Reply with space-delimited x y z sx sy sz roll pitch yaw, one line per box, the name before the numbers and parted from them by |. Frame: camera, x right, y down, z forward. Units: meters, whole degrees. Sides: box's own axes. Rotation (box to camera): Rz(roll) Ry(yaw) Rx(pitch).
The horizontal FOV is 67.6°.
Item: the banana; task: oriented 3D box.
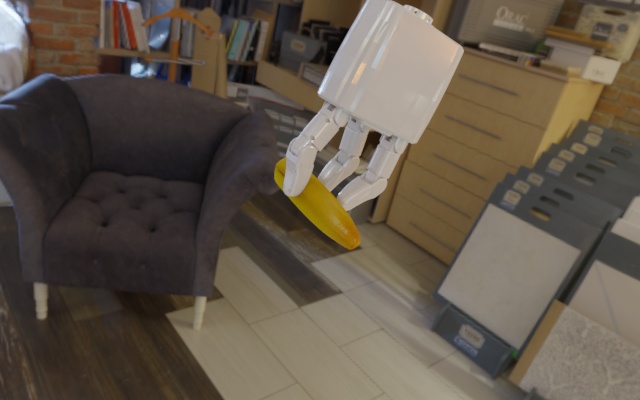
banana | -0.014 -0.010 0.528 0.070 0.037 0.197 39 3 -28
